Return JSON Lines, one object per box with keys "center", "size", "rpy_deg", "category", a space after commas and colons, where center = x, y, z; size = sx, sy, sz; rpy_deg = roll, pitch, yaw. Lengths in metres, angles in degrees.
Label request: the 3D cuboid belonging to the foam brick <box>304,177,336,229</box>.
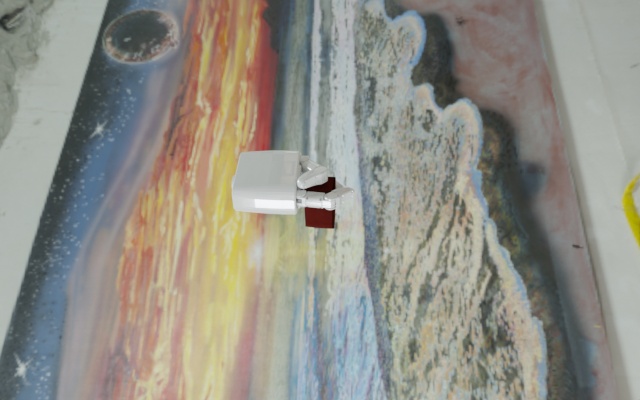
{"center": [0.000, 0.003, 0.832], "size": [0.051, 0.078, 0.053], "rpy_deg": [1, 33, 4], "category": "foam brick"}
